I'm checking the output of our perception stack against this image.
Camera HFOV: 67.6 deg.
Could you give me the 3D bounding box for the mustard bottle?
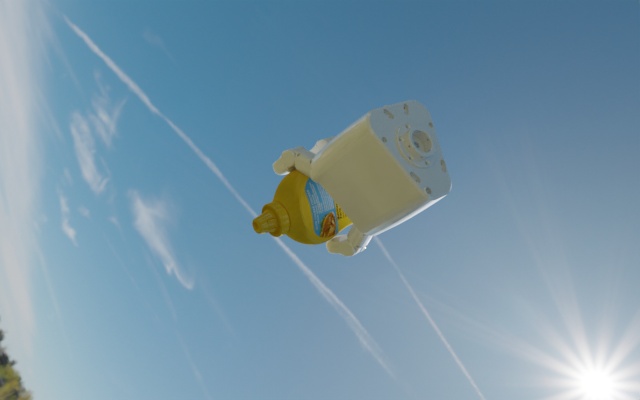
[{"bbox_3d":[0.000,0.002,0.593,0.191,0.096,0.058,-21,15,-37],"label":"mustard bottle"}]
